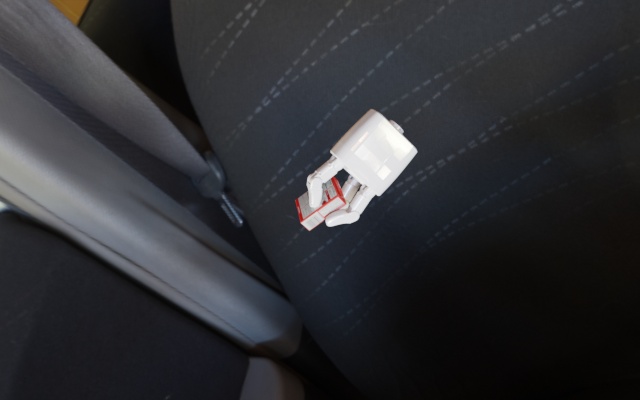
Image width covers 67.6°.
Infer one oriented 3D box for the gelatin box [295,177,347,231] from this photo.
[{"bbox_3d":[0.000,0.003,0.876,0.089,0.030,0.073,-36,34,13],"label":"gelatin box"}]
